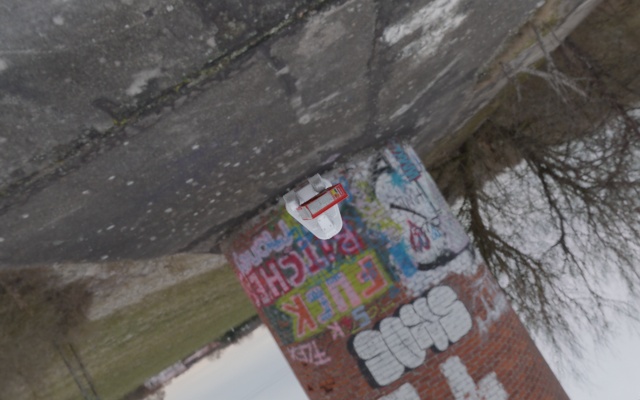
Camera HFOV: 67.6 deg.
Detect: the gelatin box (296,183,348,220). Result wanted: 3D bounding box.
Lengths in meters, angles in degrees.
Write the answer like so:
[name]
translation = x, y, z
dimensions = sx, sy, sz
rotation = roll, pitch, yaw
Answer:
[gelatin box]
translation = 0.000, 0.003, 0.827
dimensions = 0.073, 0.030, 0.089
rotation = -33, 4, -13
